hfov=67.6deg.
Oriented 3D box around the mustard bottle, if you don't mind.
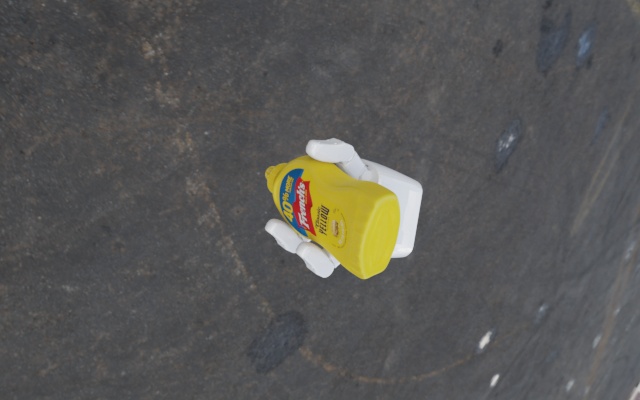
[{"bbox_3d":[0.000,0.002,0.536,0.058,0.096,0.191,-18,35,-37],"label":"mustard bottle"}]
